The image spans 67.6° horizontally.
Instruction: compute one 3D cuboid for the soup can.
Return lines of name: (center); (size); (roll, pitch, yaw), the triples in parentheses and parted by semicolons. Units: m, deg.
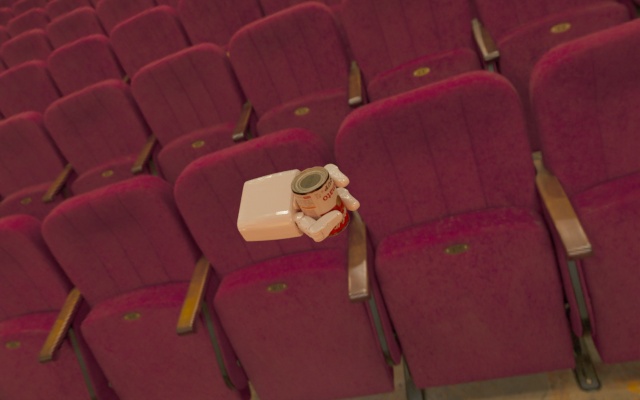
soup can: (0.000, 0.002, 0.791); (0.068, 0.102, 0.068); (-17, 37, 13)
